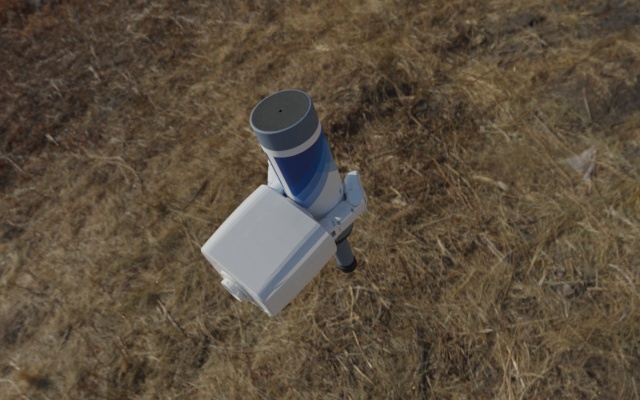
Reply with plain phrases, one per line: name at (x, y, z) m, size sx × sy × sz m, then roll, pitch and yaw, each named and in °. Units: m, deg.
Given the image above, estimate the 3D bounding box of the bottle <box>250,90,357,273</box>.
bottle at (0.000, 0.002, 0.586) m, size 0.069 × 0.069 × 0.296 m, roll 0°, pitch -39°, yaw 21°
